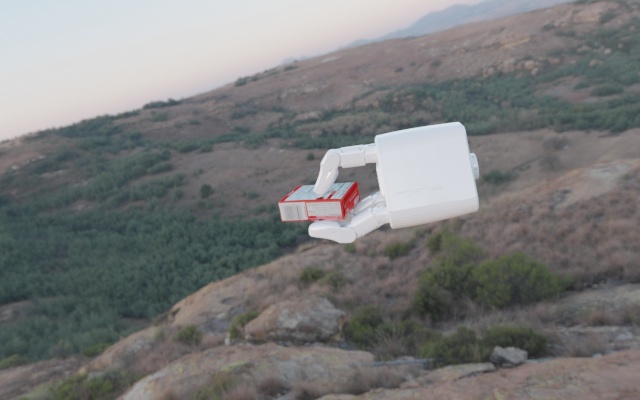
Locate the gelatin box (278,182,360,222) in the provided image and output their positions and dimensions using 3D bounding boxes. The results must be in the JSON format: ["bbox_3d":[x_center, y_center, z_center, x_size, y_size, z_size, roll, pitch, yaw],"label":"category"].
[{"bbox_3d":[0.000,0.002,0.627,0.089,0.030,0.073,-2,18,20],"label":"gelatin box"}]
